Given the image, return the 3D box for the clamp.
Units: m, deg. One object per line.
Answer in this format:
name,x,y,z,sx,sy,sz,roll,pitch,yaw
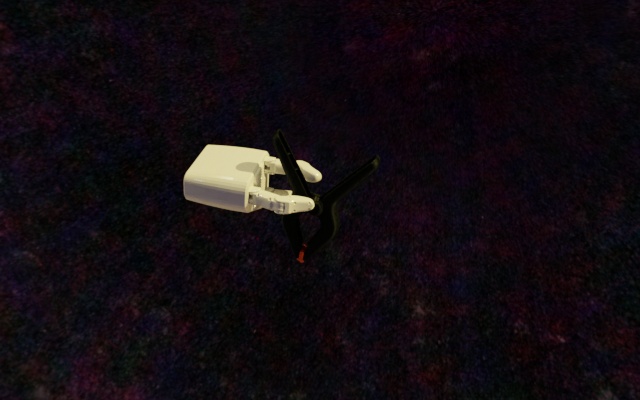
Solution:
clamp,0.000,0.003,0.740,0.164,0.210,0.036,9,23,9
